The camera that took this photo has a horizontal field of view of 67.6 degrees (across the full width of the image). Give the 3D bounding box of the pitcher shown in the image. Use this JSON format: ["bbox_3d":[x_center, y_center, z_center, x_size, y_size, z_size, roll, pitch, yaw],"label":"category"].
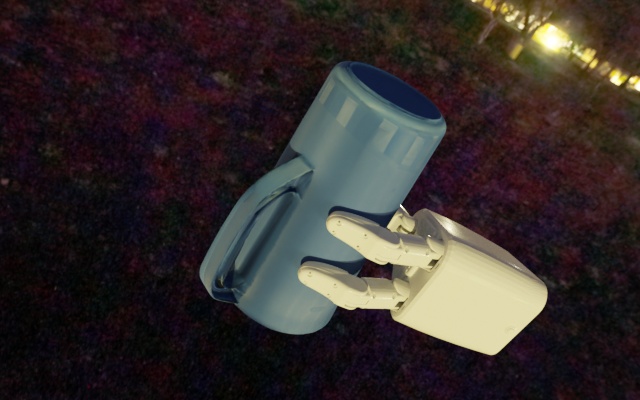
[{"bbox_3d":[0.000,0.001,0.441,0.145,0.243,0.149,26,29,-8],"label":"pitcher"}]
